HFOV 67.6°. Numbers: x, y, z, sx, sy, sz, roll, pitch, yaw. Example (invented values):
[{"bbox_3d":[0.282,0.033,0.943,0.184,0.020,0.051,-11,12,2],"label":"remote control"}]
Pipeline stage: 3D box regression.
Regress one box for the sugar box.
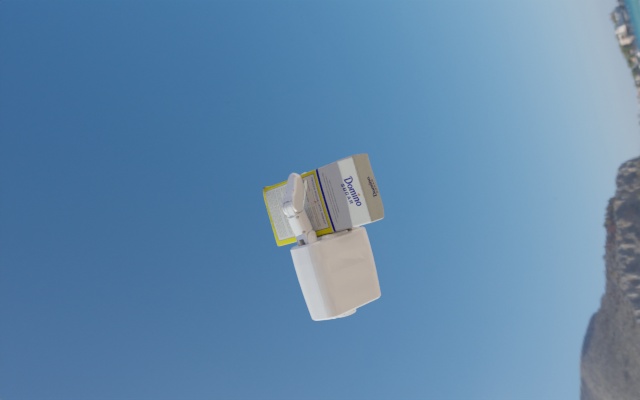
[{"bbox_3d":[0.000,0.002,0.683,0.176,0.093,0.048,-17,-1,36],"label":"sugar box"}]
